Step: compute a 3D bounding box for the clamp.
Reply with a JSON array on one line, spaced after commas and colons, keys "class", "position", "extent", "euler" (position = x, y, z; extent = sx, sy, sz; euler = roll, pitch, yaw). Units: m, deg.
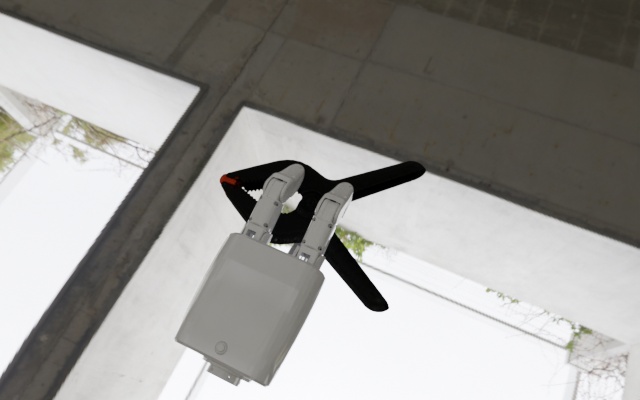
[{"class": "clamp", "position": [0.000, 0.002, 0.496], "extent": [0.210, 0.164, 0.036], "euler": [22, -23, 12]}]
